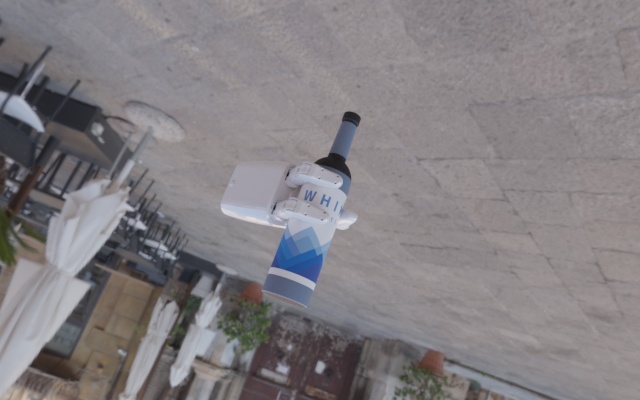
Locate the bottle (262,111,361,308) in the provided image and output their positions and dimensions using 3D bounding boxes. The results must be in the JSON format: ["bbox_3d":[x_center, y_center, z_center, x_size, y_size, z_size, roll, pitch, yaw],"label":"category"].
[{"bbox_3d":[0.000,0.003,0.689,0.069,0.295,0.069,19,-17,6],"label":"bottle"}]
